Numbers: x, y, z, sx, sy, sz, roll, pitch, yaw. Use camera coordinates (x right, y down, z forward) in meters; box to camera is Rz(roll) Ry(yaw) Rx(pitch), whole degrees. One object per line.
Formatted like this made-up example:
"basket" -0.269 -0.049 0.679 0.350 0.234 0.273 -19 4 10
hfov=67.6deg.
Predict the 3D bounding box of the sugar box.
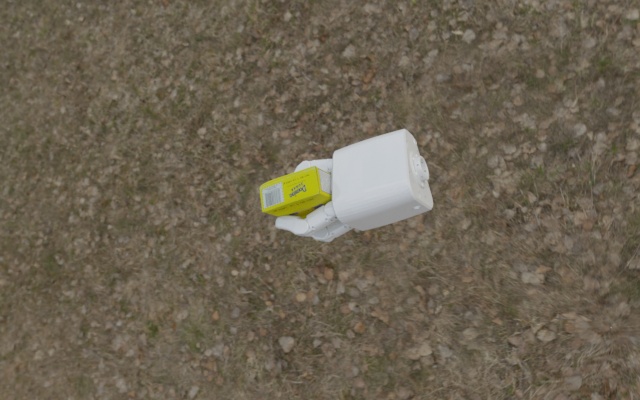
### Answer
"sugar box" 0.000 0.003 0.696 0.093 0.048 0.176 -17 -21 27
